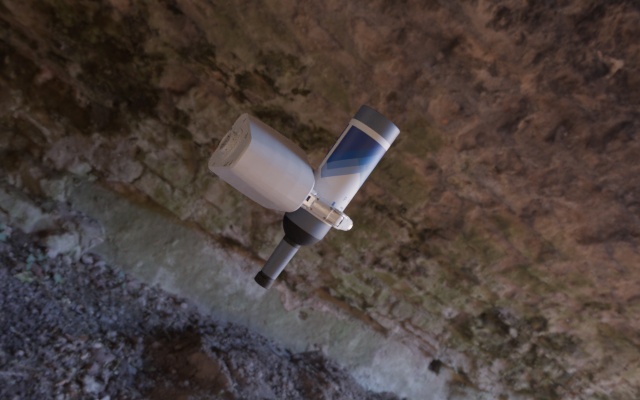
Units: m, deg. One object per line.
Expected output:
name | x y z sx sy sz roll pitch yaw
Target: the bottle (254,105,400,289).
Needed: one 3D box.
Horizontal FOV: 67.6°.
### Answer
bottle | 0.000 0.002 0.688 0.069 0.296 0.069 36 3 -2
